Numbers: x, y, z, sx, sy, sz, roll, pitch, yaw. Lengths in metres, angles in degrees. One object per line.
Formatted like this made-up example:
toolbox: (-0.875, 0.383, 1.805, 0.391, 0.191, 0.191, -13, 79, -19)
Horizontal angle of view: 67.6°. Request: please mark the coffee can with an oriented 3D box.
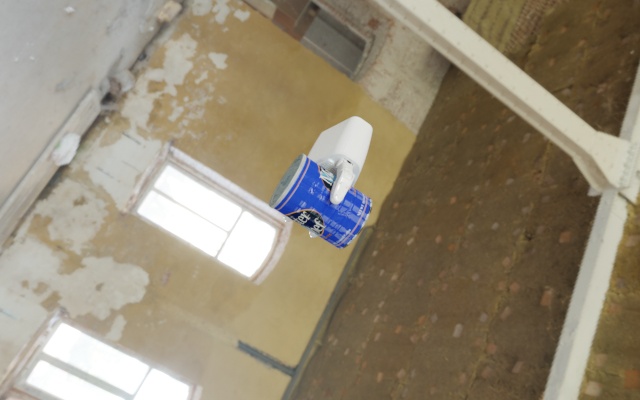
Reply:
coffee can: (0.000, 0.003, 0.795, 0.140, 0.103, 0.103, 33, -8, -13)
